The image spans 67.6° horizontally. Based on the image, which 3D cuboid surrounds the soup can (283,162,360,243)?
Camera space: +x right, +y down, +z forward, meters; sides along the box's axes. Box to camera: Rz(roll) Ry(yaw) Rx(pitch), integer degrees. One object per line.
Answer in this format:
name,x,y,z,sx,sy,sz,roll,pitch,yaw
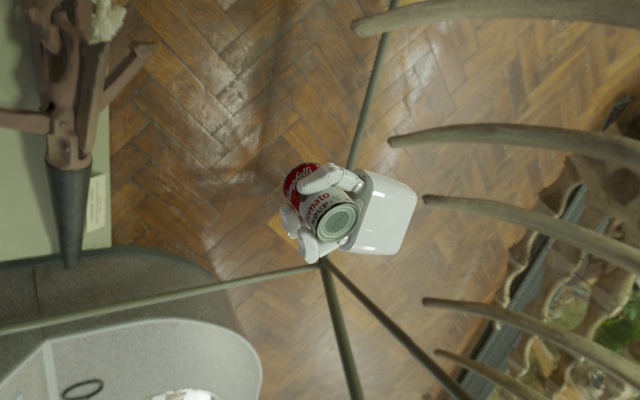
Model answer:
soup can,0.000,0.002,0.654,0.068,0.068,0.102,0,35,-34
